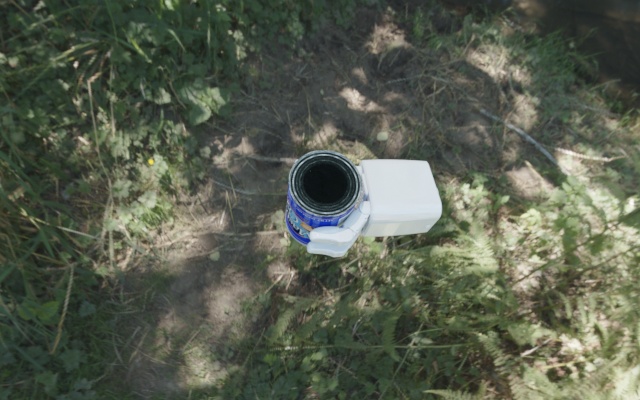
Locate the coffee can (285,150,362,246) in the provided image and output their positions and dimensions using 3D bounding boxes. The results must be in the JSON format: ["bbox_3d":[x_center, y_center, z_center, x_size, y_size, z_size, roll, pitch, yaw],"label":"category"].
[{"bbox_3d":[0.000,0.002,0.719,0.103,0.102,0.140,0,-23,-6],"label":"coffee can"}]
